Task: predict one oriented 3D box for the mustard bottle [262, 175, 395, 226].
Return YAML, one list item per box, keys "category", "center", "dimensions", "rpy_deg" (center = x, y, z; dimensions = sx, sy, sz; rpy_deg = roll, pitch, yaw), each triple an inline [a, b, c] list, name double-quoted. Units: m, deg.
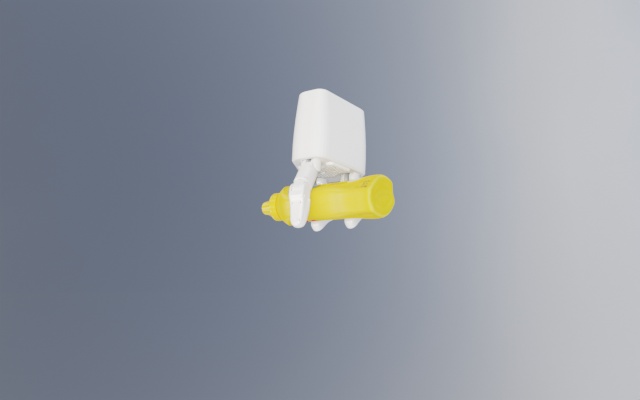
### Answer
- category: "mustard bottle"
  center: [0.000, 0.003, 0.674]
  dimensions: [0.191, 0.058, 0.096]
  rpy_deg: [-6, 6, 28]
